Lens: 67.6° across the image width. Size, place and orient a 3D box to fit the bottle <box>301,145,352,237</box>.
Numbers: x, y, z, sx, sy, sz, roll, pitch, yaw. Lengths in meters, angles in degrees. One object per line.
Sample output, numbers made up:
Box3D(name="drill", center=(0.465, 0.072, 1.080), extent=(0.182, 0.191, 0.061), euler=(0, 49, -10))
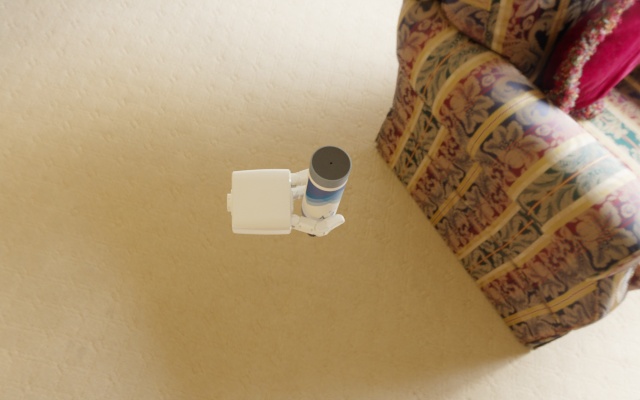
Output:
Box3D(name="bottle", center=(0.000, 0.003, 0.889), extent=(0.069, 0.069, 0.296), euler=(0, -25, -7))
